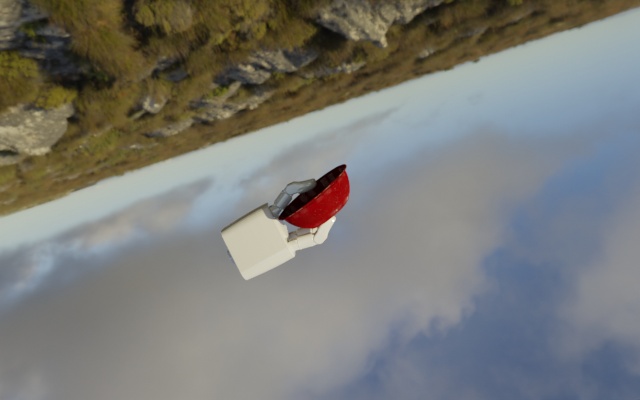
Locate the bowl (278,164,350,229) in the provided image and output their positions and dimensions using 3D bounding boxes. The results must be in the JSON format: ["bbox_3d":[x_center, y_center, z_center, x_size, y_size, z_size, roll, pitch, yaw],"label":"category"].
[{"bbox_3d":[0.001,0.002,0.888,0.162,0.055,0.162,-38,10,8],"label":"bowl"}]
